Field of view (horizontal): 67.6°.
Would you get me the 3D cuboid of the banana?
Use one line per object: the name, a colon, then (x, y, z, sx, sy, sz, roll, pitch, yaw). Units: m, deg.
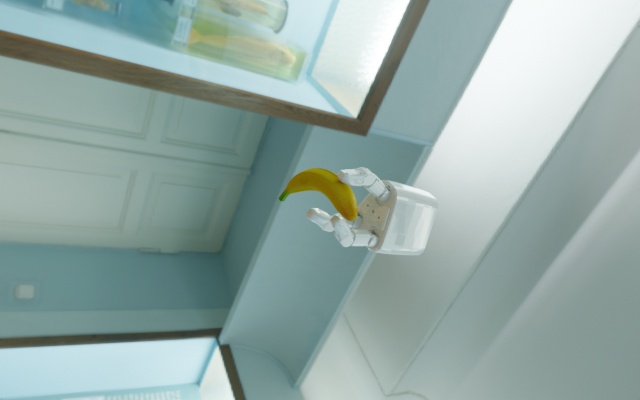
banana: (0.003, -0.016, 0.758, 0.037, 0.069, 0.198, 14, 0, -36)
